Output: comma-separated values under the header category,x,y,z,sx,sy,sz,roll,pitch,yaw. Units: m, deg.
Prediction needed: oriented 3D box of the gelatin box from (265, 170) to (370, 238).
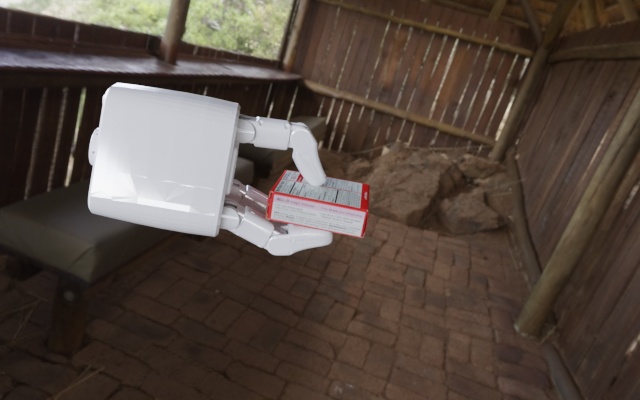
category,x,y,z,sx,sy,sz,roll,pitch,yaw
gelatin box,0.000,0.001,0.443,0.089,0.030,0.073,10,20,3
